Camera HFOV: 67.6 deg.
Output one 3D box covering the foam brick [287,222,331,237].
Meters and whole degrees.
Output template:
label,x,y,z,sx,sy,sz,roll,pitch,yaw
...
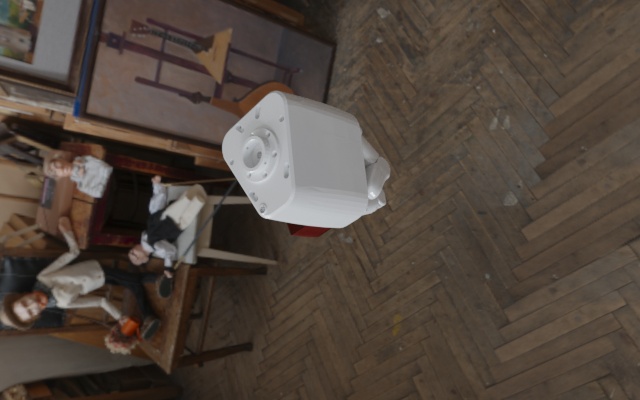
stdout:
label,x,y,z,sx,sy,sz,roll,pitch,yaw
foam brick,0.000,0.002,0.543,0.078,0.053,0.051,-35,-25,32
